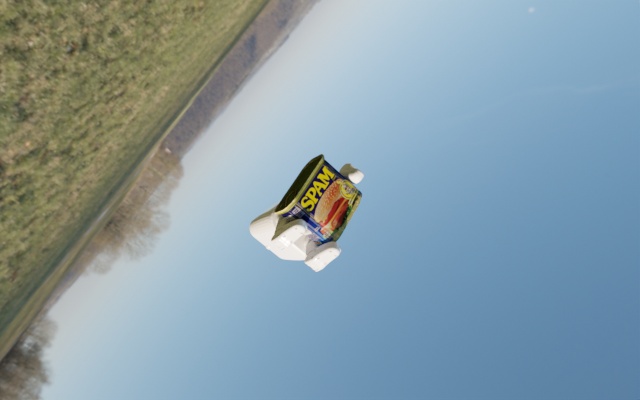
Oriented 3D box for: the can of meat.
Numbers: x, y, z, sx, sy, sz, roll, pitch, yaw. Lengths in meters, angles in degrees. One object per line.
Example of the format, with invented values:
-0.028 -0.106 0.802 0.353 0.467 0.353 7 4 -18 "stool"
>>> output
0.000 0.002 0.661 0.084 0.102 0.057 41 -27 -16 "can of meat"
